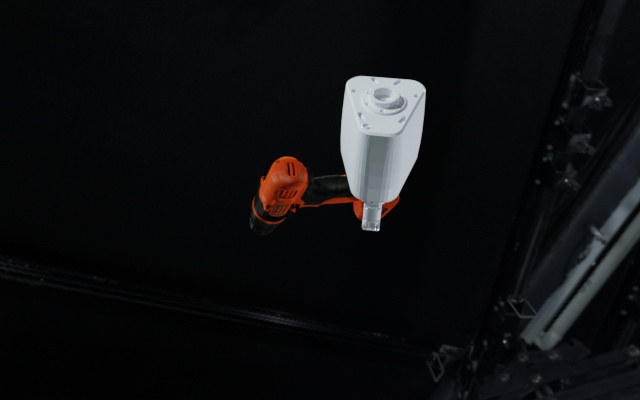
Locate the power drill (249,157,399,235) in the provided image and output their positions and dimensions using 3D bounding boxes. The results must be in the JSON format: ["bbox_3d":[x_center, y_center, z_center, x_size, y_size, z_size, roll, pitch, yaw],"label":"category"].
[{"bbox_3d":[0.001,0.002,0.670,0.187,0.057,0.184,-2,-23,-20],"label":"power drill"}]
